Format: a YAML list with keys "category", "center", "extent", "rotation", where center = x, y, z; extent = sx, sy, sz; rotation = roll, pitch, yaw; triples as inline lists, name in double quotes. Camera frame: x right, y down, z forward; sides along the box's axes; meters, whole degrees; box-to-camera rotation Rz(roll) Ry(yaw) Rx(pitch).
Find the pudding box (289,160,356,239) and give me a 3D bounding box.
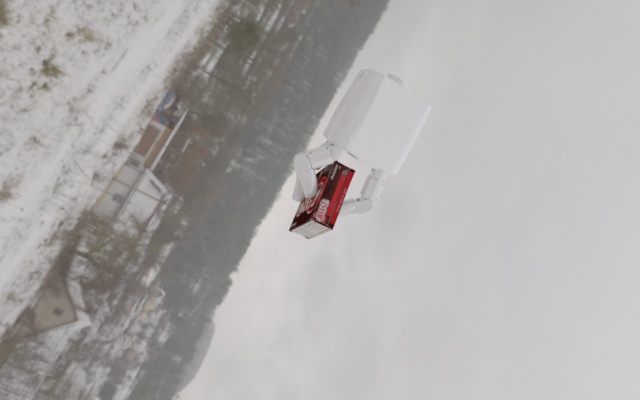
- category: "pudding box"
  center: [0.000, 0.002, 0.665]
  extent: [0.039, 0.090, 0.113]
  rotation: [26, -18, -10]
